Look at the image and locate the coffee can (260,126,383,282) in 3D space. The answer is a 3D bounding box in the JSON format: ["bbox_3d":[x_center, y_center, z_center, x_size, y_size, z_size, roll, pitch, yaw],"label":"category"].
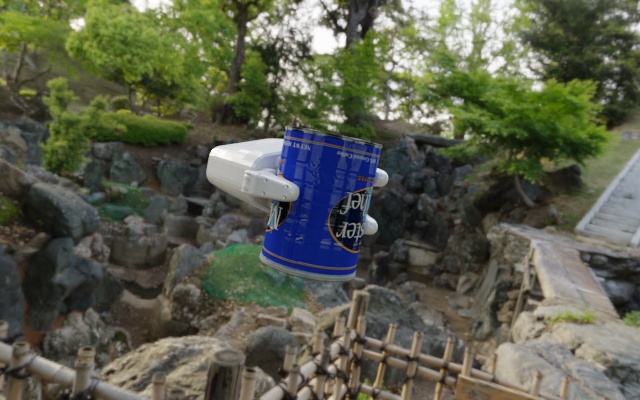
[{"bbox_3d":[0.000,0.002,0.497,0.103,0.140,0.103,12,6,-1],"label":"coffee can"}]
